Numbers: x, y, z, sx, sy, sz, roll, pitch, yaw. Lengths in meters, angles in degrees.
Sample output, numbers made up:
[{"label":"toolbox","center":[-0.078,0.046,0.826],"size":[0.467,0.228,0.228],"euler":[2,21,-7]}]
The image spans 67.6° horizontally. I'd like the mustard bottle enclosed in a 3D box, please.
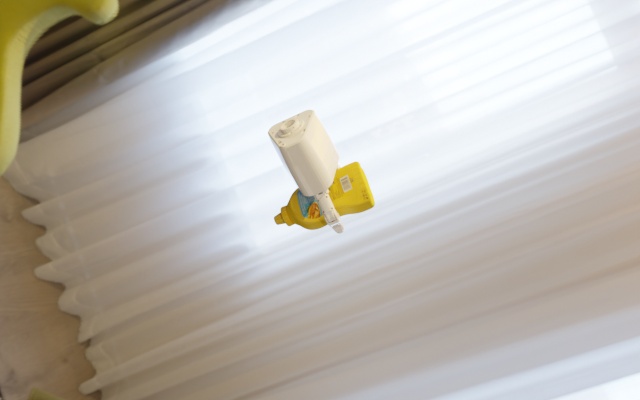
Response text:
[{"label":"mustard bottle","center":[0.001,0.003,0.899],"size":[0.191,0.096,0.058],"euler":[-22,-32,10]}]
